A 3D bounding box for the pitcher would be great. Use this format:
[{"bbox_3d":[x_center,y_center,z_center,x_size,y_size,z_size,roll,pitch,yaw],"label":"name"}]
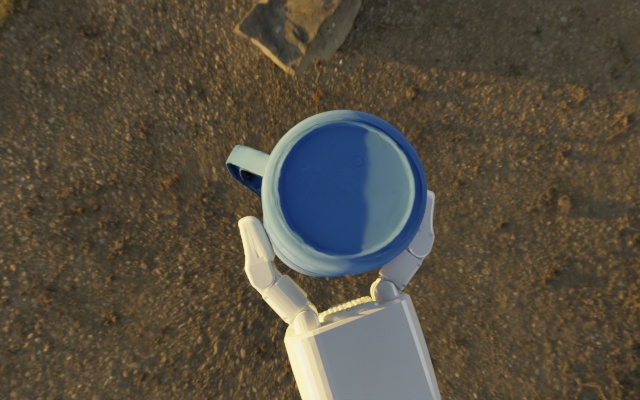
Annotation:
[{"bbox_3d":[0.000,0.002,0.418,0.149,0.145,0.243,-16,-6,-5],"label":"pitcher"}]
